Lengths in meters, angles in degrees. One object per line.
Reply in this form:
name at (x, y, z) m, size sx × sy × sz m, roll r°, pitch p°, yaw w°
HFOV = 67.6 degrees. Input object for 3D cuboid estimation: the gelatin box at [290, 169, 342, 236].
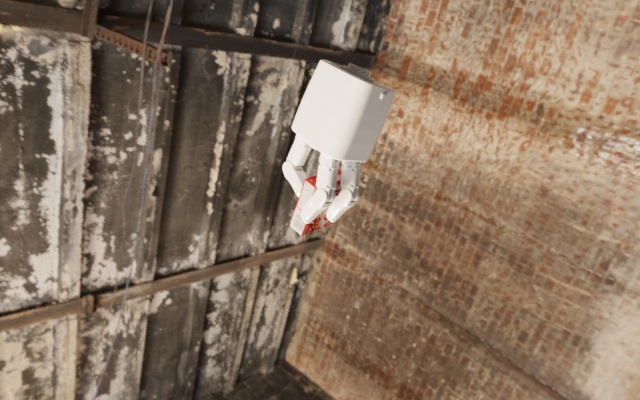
gelatin box at (0.000, 0.002, 0.698) m, size 0.030 × 0.089 × 0.073 m, roll 39°, pitch 36°, yaw 27°
